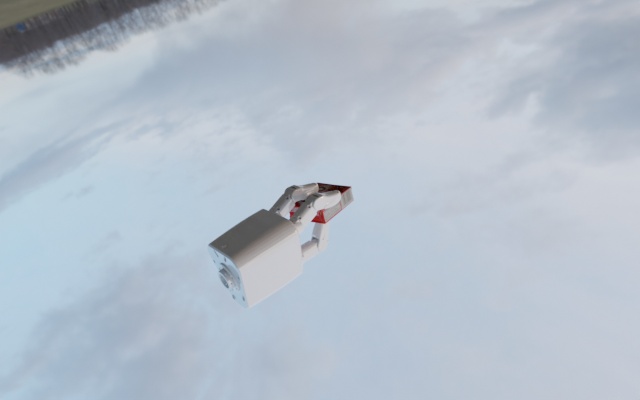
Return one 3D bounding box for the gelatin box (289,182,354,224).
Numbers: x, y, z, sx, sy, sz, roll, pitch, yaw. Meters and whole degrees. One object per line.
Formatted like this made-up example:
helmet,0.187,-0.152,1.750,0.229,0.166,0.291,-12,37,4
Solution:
gelatin box,0.000,0.003,0.787,0.073,0.030,0.089,8,32,38
